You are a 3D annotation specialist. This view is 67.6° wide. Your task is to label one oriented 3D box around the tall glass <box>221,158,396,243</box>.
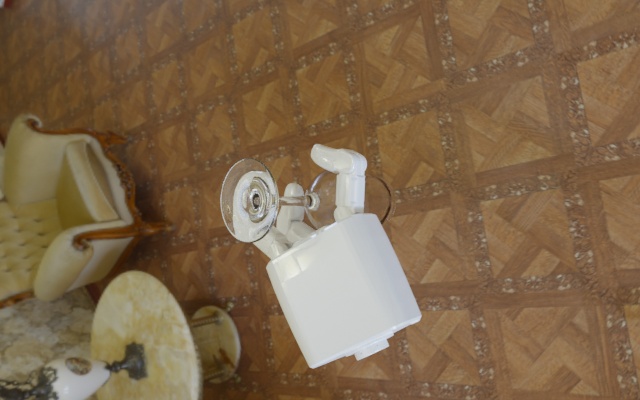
[{"bbox_3d":[0.000,0.001,0.493,0.079,0.079,0.201,0,0,40],"label":"tall glass"}]
